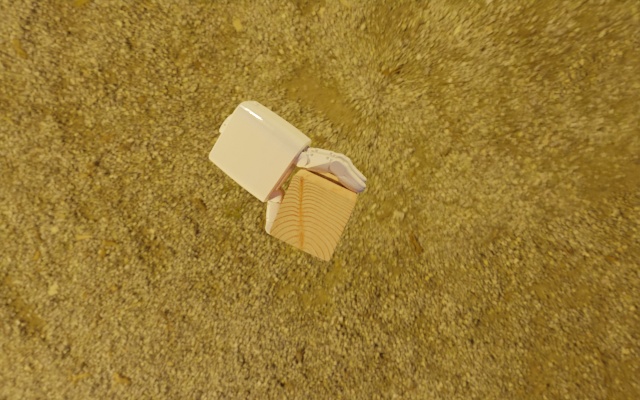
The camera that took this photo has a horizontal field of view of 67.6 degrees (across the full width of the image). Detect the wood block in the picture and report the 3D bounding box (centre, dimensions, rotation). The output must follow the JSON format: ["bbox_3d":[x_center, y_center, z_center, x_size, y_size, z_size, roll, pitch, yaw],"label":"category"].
[{"bbox_3d":[0.000,0.002,0.715,0.090,0.091,0.206,25,14,1],"label":"wood block"}]
